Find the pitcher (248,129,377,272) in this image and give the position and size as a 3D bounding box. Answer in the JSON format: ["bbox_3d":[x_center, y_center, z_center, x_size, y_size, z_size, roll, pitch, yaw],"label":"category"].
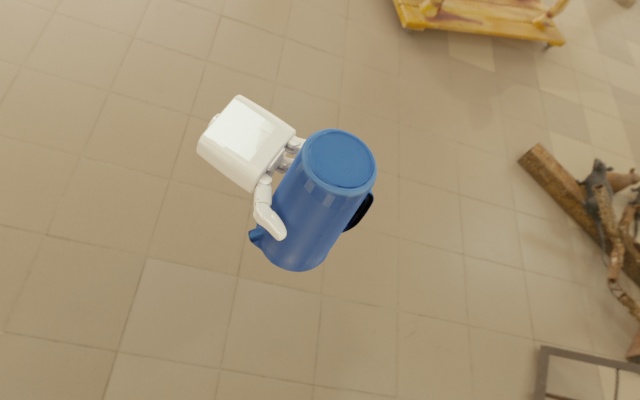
[{"bbox_3d":[0.000,0.002,0.724,0.145,0.149,0.243,35,-35,1],"label":"pitcher"}]
